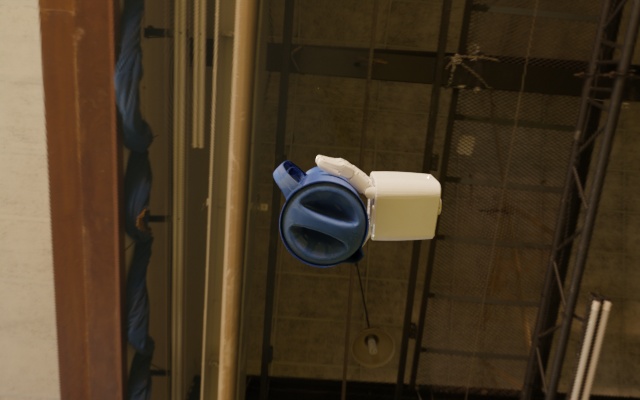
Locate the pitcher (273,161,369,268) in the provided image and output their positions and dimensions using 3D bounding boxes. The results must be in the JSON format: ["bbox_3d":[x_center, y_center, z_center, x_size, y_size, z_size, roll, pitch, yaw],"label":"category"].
[{"bbox_3d":[0.000,0.003,0.812,0.145,0.149,0.242,1,13,0],"label":"pitcher"}]
